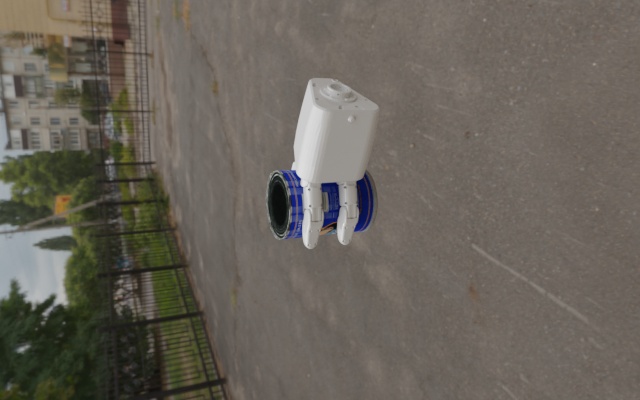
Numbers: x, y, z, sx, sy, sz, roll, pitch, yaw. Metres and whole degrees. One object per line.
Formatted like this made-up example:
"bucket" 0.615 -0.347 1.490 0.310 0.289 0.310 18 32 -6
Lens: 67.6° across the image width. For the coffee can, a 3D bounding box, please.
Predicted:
"coffee can" 0.000 0.002 0.722 0.140 0.103 0.103 -4 2 -24
